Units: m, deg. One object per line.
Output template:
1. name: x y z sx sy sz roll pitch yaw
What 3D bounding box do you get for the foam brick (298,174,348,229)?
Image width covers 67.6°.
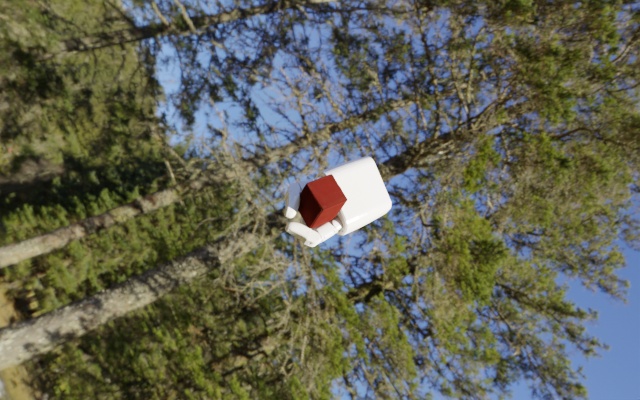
1. foam brick: 0.000 0.003 0.780 0.051 0.053 0.078 -22 -18 -26
